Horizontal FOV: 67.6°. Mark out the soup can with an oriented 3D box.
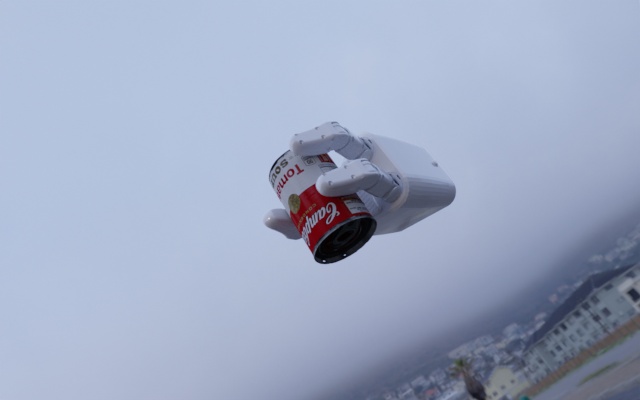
[{"bbox_3d":[0.000,0.001,0.468,0.068,0.102,0.069,-24,-31,-16],"label":"soup can"}]
